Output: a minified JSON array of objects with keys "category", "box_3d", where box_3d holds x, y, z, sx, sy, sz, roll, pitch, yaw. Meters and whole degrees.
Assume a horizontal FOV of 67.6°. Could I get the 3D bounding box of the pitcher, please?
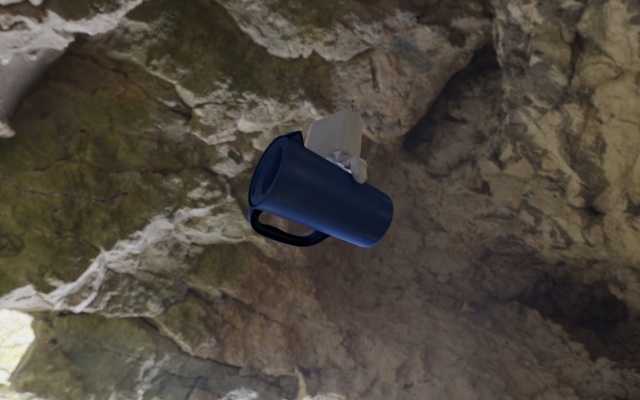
[{"category":"pitcher","box_3d":[0.000,0.003,0.839,0.243,0.145,0.149,25,-36,-25]}]
